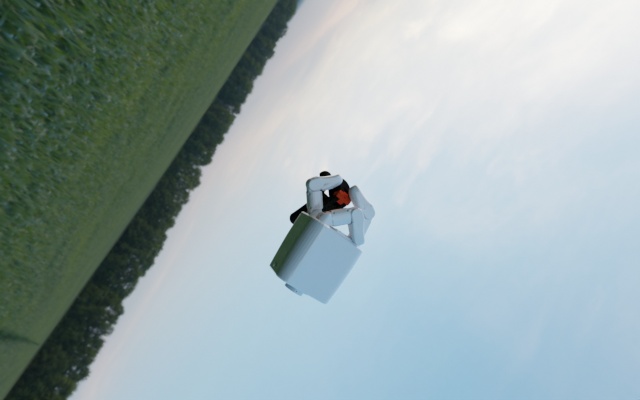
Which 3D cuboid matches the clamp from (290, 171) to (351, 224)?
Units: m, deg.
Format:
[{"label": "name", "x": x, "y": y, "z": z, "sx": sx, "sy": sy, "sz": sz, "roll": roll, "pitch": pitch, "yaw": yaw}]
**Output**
[{"label": "clamp", "x": 0.001, "y": 0.003, "z": 0.841, "sx": 0.039, "sy": 0.120, "sz": 0.171, "roll": 32, "pitch": -3, "yaw": -16}]
